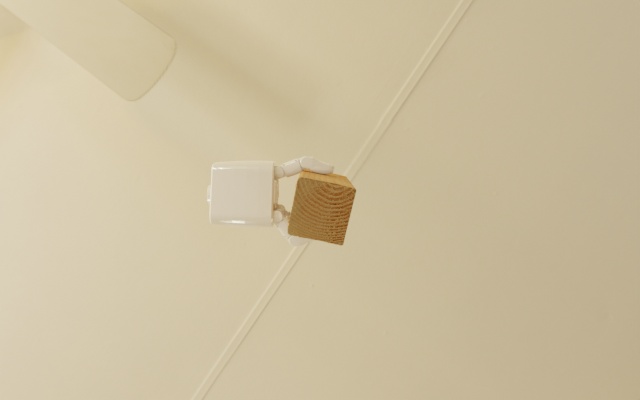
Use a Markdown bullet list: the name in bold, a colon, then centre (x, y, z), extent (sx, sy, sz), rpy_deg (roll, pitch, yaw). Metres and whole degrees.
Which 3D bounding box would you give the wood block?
- **wood block**: centre (0.000, 0.002, 0.807), extent (0.090, 0.091, 0.206), rpy_deg (12, 8, -3)
